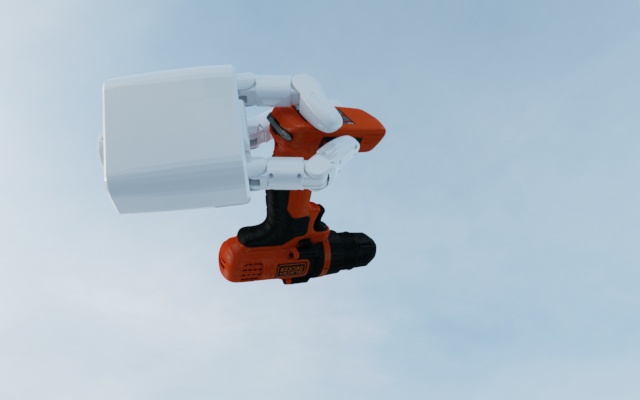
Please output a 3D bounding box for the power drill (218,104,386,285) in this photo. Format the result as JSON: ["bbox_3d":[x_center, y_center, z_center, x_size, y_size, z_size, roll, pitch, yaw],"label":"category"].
[{"bbox_3d":[0.000,0.001,0.479,0.184,0.188,0.057,-2,32,-32],"label":"power drill"}]
